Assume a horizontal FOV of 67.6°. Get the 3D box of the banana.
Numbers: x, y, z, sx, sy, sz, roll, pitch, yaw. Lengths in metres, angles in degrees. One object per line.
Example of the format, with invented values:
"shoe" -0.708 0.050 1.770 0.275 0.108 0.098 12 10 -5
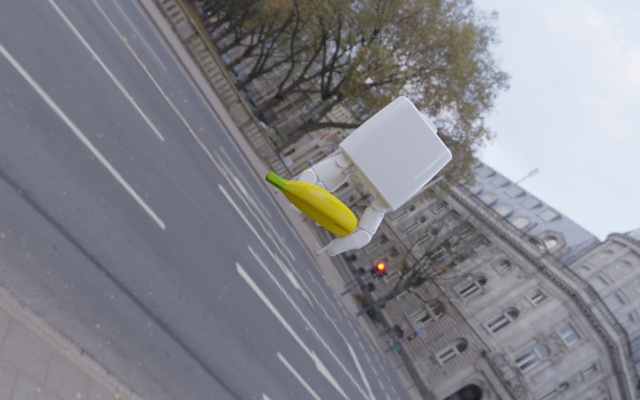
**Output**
"banana" 0.010 0.012 0.588 0.069 0.037 0.198 44 4 32
